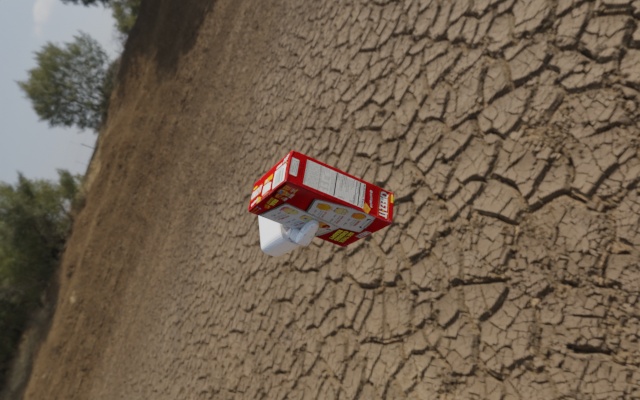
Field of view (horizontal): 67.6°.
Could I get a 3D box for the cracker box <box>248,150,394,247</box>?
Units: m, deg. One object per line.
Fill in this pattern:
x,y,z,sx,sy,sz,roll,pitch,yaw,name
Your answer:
0.000,0.003,0.867,0.214,0.072,0.164,21,-29,-23,cracker box
